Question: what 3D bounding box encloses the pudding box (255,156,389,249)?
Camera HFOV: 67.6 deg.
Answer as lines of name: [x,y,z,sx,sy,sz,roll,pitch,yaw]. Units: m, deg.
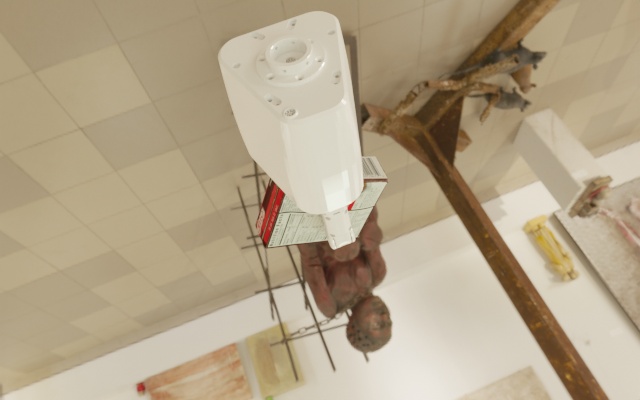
pudding box: [0.000,0.002,0.472,0.113,0.039,0.090,-3,-42,-27]
